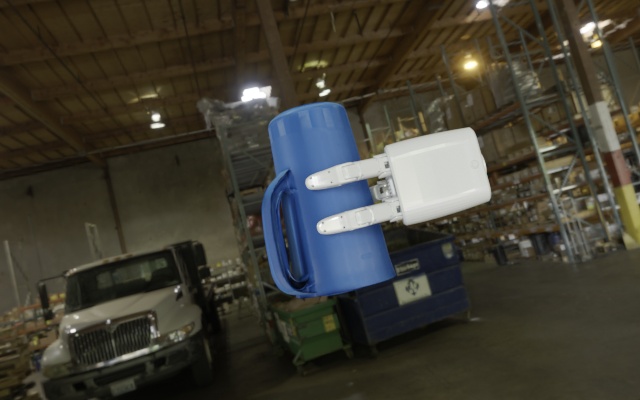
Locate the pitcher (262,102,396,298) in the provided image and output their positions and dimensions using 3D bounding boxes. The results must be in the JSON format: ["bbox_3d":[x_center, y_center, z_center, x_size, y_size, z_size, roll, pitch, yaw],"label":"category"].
[{"bbox_3d":[0.000,0.002,0.625,0.145,0.243,0.149,-14,-5,4],"label":"pitcher"}]
